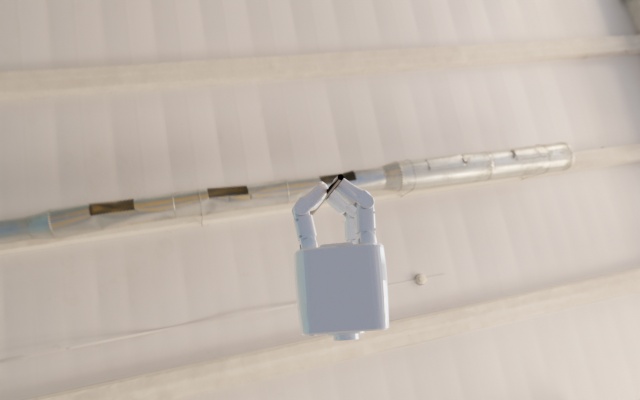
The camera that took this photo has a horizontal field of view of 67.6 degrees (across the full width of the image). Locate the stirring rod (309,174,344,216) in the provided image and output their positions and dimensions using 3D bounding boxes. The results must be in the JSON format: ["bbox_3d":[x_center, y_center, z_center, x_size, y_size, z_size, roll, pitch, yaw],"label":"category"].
[{"bbox_3d":[0.000,0.002,0.690,0.011,0.011,0.239,0,-15,-12],"label":"stirring rod"}]
